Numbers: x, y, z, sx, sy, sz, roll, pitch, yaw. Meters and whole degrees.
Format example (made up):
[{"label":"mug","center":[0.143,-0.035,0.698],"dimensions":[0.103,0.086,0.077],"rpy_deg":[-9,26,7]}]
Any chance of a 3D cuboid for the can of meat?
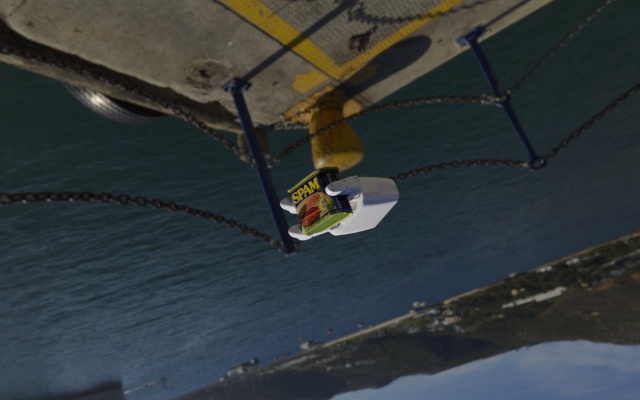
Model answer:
[{"label":"can of meat","center":[0.000,0.003,0.815],"dimensions":[0.057,0.084,0.102],"rpy_deg":[-3,-23,-45]}]
